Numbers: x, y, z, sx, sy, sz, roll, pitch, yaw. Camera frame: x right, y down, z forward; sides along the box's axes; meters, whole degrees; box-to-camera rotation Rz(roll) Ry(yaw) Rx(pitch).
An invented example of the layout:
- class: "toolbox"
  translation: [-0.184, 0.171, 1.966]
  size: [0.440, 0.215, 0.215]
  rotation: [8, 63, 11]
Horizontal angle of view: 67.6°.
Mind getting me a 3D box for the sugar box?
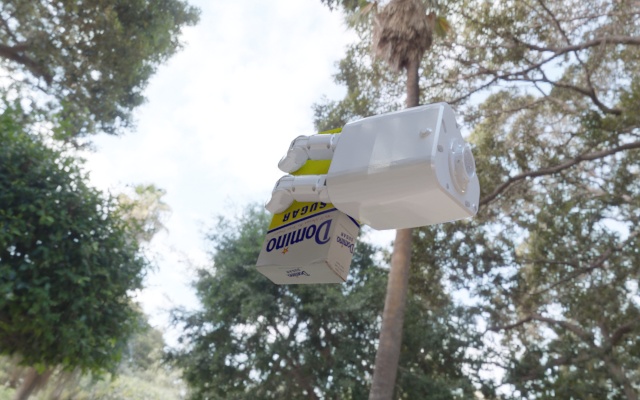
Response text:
- class: "sugar box"
  translation: [0.000, 0.001, 0.513]
  size: [0.093, 0.176, 0.048]
  rotation: [-9, -41, 36]
